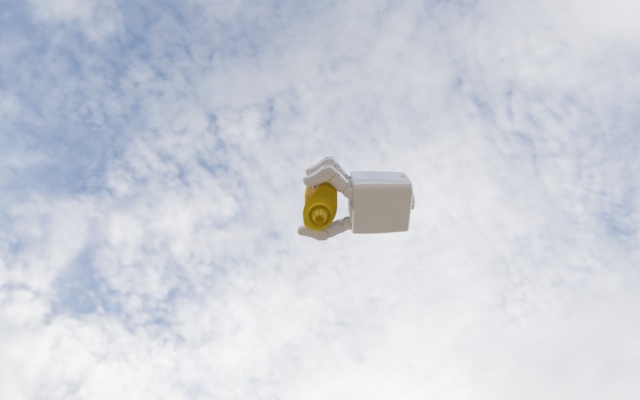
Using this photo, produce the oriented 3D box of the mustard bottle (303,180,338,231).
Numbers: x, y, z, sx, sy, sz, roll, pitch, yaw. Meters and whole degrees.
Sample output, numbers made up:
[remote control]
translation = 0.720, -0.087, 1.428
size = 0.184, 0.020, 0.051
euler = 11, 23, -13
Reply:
[mustard bottle]
translation = 0.000, 0.003, 0.877
size = 0.058, 0.096, 0.191
euler = 22, 17, -7
